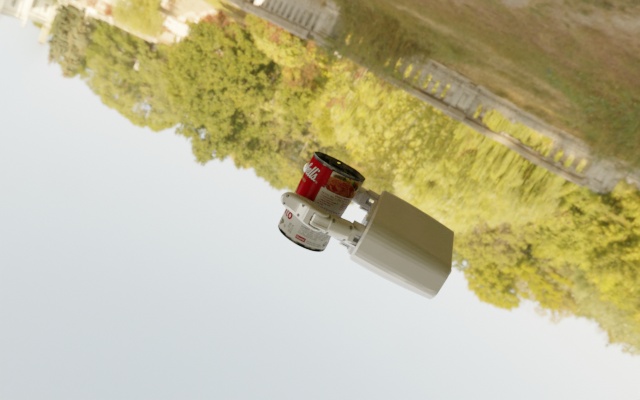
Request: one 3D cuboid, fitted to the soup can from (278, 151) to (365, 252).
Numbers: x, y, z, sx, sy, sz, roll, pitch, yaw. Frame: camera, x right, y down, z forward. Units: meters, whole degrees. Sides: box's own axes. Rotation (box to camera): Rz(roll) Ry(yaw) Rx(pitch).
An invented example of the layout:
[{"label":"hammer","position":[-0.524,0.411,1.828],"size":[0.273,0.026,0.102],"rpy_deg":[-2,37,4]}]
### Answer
[{"label":"soup can","position":[-0.001,0.002,0.573],"size":[0.068,0.102,0.068],"rpy_deg":[26,14,-7]}]
